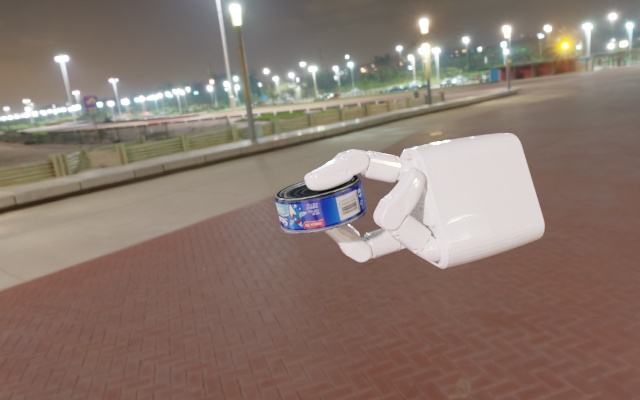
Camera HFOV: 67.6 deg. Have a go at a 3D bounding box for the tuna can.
[{"bbox_3d":[0.000,0.001,0.461,0.086,0.034,0.086,-12,14,3],"label":"tuna can"}]
